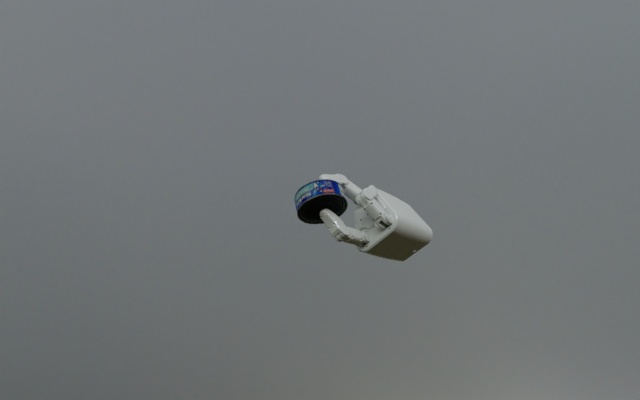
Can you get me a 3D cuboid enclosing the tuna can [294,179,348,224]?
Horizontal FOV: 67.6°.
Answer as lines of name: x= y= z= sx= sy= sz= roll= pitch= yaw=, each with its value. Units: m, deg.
tuna can: x=0.000 y=0.002 z=0.797 sx=0.086 sy=0.033 sz=0.086 roll=-10 pitch=-34 yaw=-7
